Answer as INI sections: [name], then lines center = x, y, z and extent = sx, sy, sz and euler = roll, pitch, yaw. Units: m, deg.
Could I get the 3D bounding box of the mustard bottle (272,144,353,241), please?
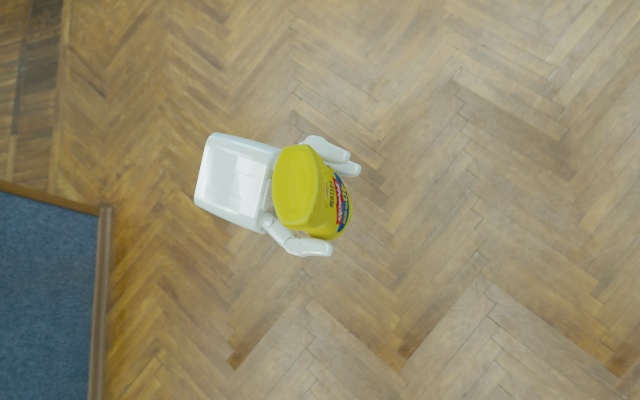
[mustard bottle]
center = 0.000, 0.002, 0.615
extent = 0.058, 0.096, 0.192
euler = -6, -15, 17
